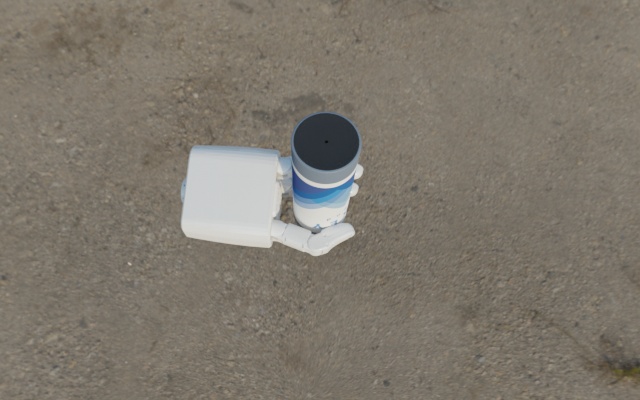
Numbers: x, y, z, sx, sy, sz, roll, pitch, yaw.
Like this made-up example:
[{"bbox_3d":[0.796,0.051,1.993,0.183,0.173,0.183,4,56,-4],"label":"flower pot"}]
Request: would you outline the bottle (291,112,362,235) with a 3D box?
[{"bbox_3d":[0.000,0.002,0.581,0.069,0.069,0.296,0,-23,-2],"label":"bottle"}]
